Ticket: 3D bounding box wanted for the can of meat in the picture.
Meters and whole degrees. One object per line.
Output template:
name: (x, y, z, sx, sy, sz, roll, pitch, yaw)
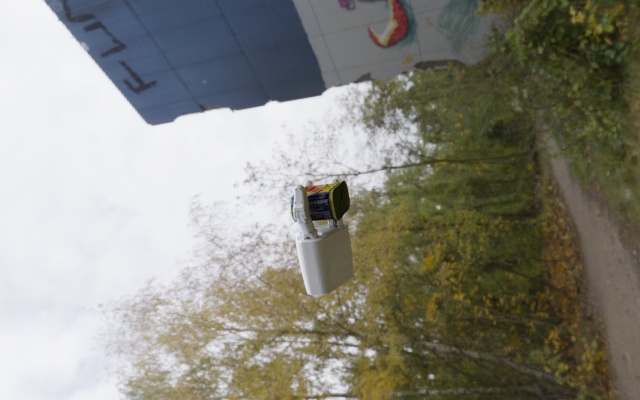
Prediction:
can of meat: (0.000, 0.003, 0.879, 0.084, 0.057, 0.102, -6, 14, 20)
